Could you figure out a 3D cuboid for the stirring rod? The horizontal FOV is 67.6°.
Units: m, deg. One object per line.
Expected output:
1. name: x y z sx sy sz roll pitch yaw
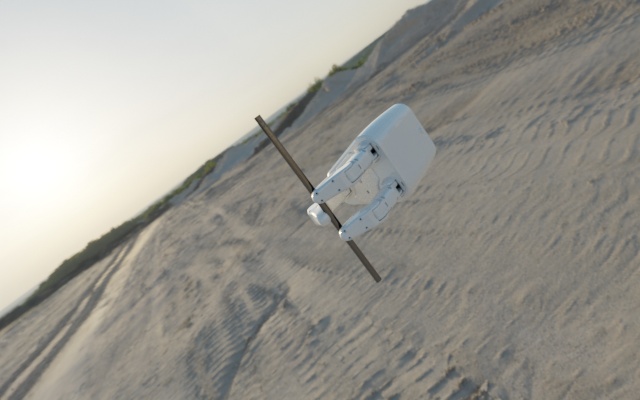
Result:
1. stirring rod: 0.000 0.002 0.551 0.011 0.239 0.011 -35 12 8
